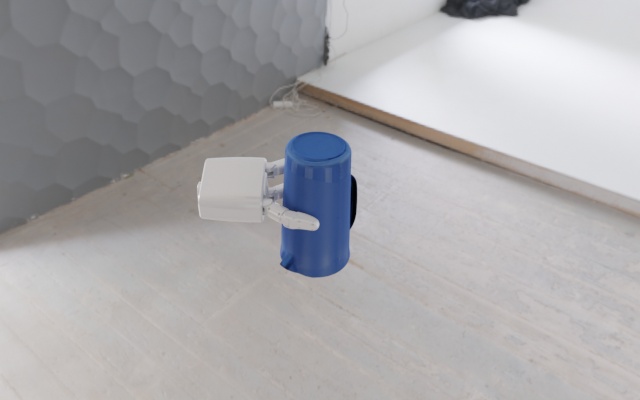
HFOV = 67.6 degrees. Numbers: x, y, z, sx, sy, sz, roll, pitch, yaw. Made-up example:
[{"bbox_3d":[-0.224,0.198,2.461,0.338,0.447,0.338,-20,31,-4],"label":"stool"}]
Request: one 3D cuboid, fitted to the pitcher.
[{"bbox_3d":[0.000,0.003,0.845,0.145,0.243,0.149,2,37,-1],"label":"pitcher"}]
